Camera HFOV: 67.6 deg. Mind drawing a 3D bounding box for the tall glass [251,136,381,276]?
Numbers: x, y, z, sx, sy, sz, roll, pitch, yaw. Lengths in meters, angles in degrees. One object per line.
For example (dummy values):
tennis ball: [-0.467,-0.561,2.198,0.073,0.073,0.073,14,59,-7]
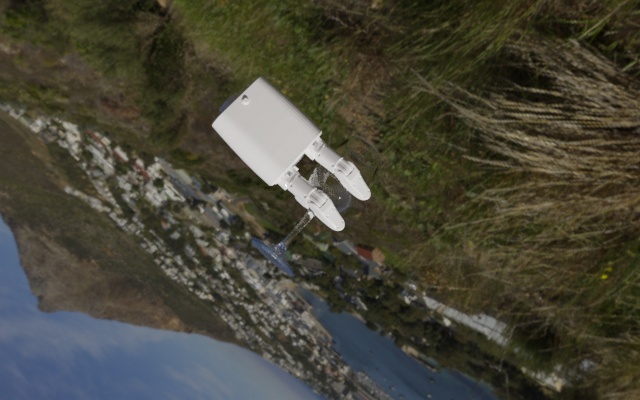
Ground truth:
tall glass: [0.000,0.003,0.648,0.079,0.201,0.079,37,-18,14]
